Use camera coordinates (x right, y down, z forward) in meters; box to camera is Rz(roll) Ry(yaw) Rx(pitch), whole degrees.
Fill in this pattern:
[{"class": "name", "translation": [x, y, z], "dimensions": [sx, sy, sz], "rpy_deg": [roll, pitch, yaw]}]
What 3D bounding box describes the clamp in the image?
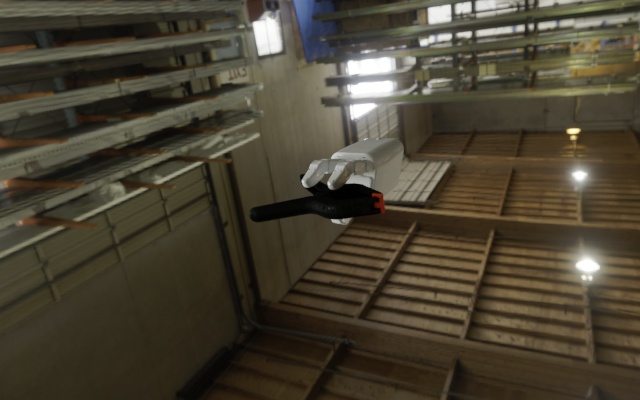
[{"class": "clamp", "translation": [0.001, 0.003, 0.765], "dimensions": [0.210, 0.036, 0.164], "rpy_deg": [8, 30, 38]}]
